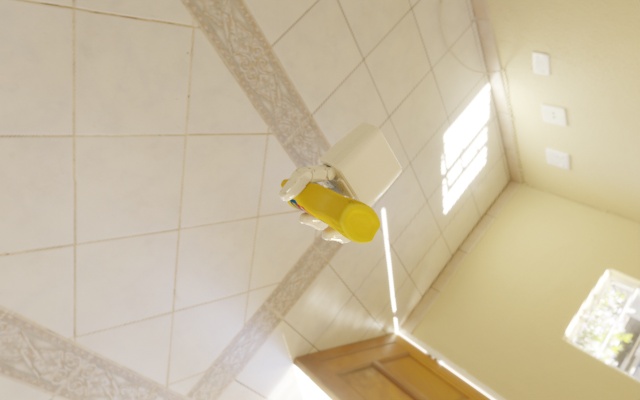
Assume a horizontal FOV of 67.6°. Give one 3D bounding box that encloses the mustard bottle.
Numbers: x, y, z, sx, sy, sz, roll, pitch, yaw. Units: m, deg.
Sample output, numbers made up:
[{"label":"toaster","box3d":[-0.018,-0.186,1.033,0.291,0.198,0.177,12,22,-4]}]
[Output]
[{"label":"mustard bottle","box3d":[0.000,0.003,0.762,0.191,0.058,0.096,28,-1,43]}]
